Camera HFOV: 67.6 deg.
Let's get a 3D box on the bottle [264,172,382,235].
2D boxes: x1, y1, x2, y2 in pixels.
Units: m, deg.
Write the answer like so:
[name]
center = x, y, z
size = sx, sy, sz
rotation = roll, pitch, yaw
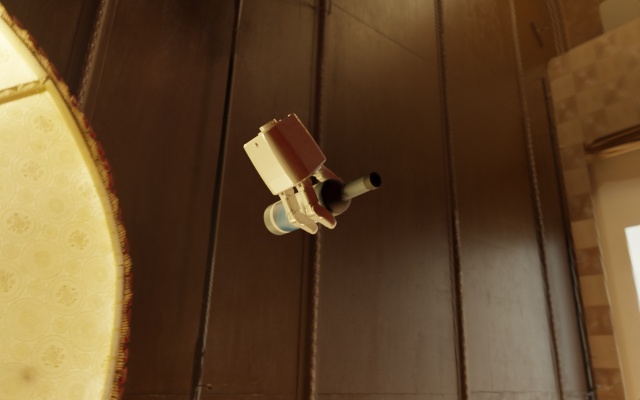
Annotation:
[bottle]
center = 0.000, 0.003, 0.888
size = 0.069, 0.069, 0.296
rotation = 0, -14, -39
